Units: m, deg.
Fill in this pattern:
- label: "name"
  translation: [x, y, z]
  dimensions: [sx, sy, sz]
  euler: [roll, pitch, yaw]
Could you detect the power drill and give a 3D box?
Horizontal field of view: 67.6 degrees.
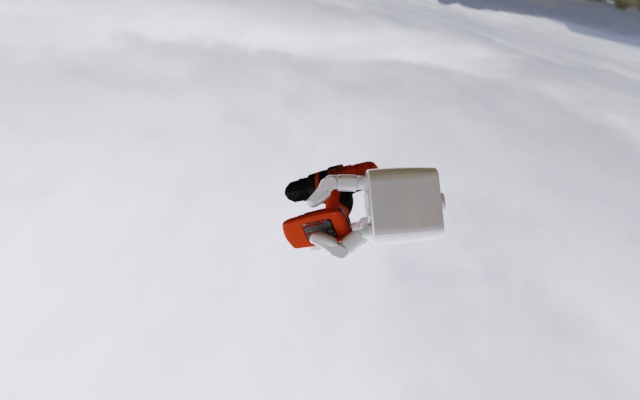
- label: "power drill"
  translation: [0.000, 0.003, 0.807]
  dimensions: [0.184, 0.057, 0.187]
  euler: [-14, 27, 24]
